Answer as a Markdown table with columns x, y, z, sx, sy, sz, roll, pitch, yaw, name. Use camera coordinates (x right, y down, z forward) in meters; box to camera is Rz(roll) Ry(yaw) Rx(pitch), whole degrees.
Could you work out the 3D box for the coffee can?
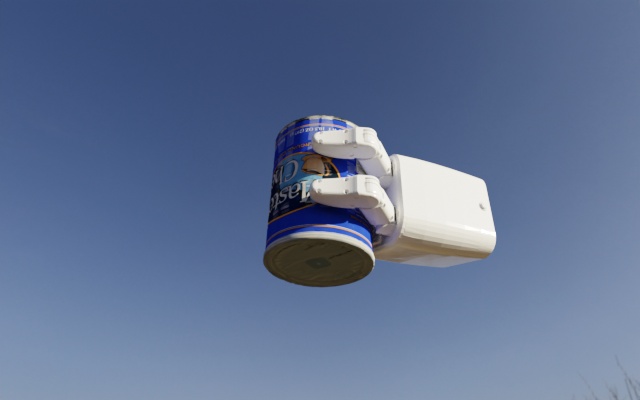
| x | y | z | sx | sy | sz | roll | pitch | yaw | name |
| --- | --- | --- | --- | --- | --- | --- | --- | --- | --- |
| 0.000 | 0.002 | 0.477 | 0.103 | 0.140 | 0.103 | 1 | -33 | 1 | coffee can |
